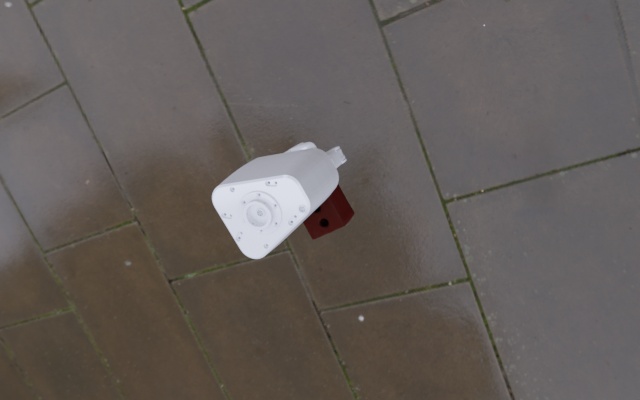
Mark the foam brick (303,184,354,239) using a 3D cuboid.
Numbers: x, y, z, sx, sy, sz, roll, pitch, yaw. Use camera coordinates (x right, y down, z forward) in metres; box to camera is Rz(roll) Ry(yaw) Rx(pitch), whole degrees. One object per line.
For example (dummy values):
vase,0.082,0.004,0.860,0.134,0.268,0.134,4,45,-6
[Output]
foam brick,0.000,0.002,0.627,0.053,0.078,0.051,-25,10,23
